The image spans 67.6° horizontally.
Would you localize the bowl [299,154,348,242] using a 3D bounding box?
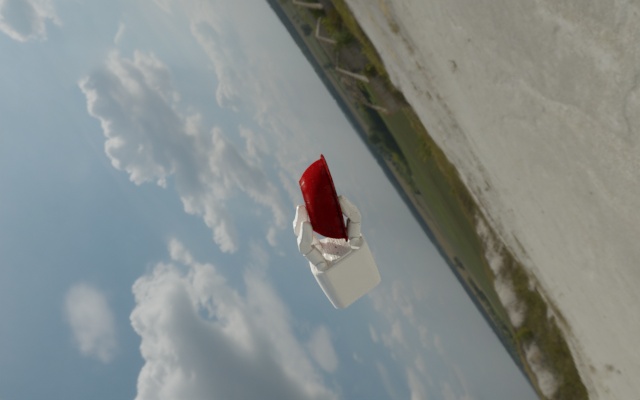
[{"bbox_3d":[-0.001,0.002,0.840,0.055,0.162,0.162,-16,0,-2],"label":"bowl"}]
